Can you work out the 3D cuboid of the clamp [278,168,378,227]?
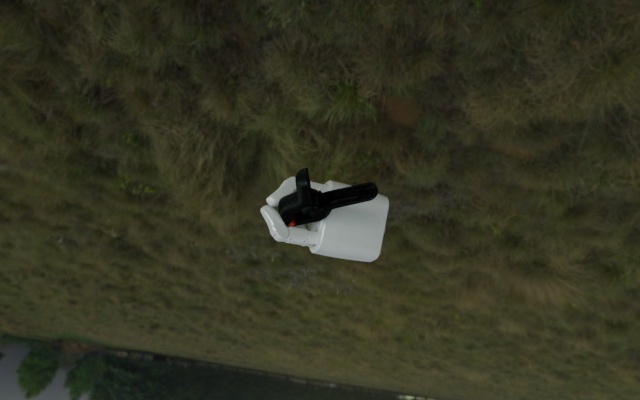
[{"bbox_3d":[0.000,0.003,0.683,0.120,0.039,0.171,13,-22,-18],"label":"clamp"}]
